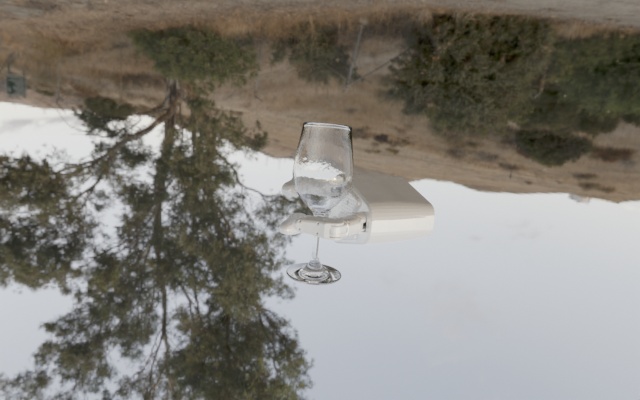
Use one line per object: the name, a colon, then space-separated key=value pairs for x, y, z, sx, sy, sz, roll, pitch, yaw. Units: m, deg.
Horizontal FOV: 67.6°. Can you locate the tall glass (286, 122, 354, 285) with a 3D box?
tall glass: x=0.000 y=0.003 z=0.618 sx=0.079 sy=0.201 sz=0.079 roll=5 pitch=13 yaw=-1
